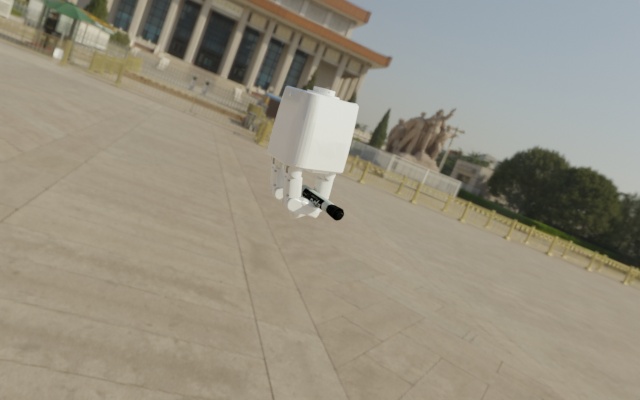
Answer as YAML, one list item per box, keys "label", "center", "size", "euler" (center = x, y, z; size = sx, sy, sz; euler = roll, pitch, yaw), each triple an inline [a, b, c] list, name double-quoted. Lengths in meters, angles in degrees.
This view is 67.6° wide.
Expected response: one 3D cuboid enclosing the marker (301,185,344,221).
- label: "marker"
  center: [0.000, 0.002, 0.703]
  size: [0.020, 0.020, 0.121]
  euler: [0, 18, -28]
